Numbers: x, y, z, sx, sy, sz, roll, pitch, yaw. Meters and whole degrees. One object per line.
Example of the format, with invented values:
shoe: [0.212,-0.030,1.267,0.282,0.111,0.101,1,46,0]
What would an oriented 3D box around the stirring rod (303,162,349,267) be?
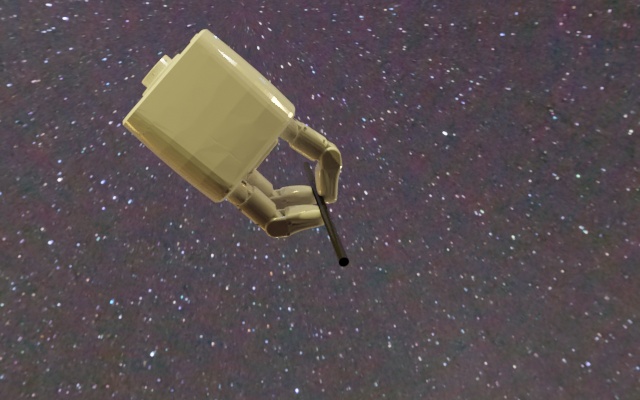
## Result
stirring rod: [0.000,0.001,0.467,0.011,0.011,0.239,0,22,-9]
